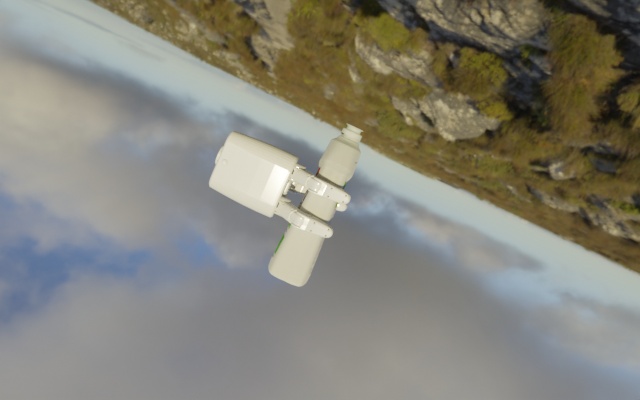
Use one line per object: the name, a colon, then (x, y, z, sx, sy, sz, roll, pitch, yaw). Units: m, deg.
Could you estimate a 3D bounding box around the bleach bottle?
bleach bottle: (0.000, 0.002, 0.737, 0.068, 0.251, 0.102, 25, 9, 0)
